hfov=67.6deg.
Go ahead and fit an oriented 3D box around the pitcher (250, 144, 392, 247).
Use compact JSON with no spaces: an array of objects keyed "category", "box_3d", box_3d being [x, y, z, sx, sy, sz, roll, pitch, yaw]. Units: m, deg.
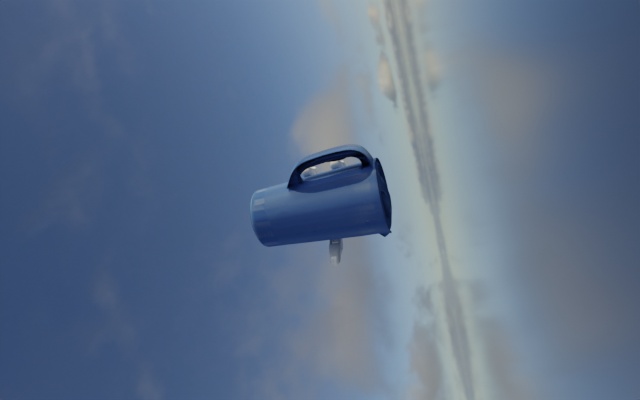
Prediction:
[{"category":"pitcher","box_3d":[0.000,0.003,0.849,0.243,0.149,0.145,-11,-13,14]}]
